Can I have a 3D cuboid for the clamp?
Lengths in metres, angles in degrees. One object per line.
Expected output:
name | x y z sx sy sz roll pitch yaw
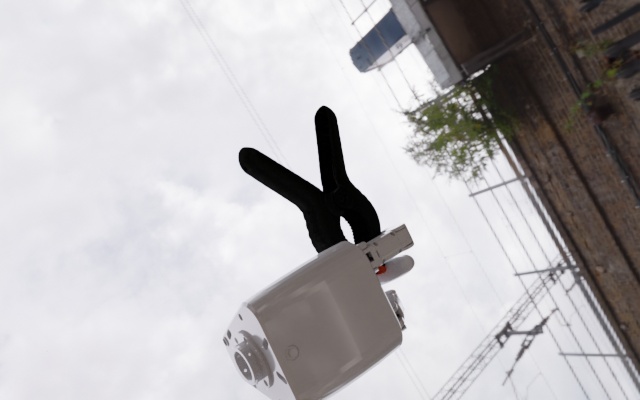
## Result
clamp | 0.000 0.002 0.441 0.120 0.171 0.039 -25 -2 -33
